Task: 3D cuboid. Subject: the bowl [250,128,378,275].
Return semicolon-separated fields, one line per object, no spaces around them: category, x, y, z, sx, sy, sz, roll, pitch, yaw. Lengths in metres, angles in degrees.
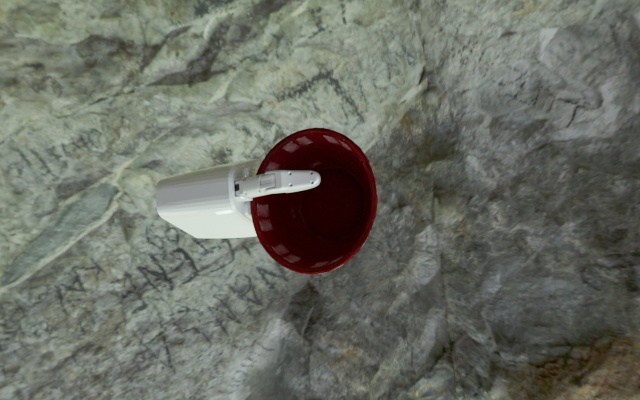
bowl;0.001;0.002;0.545;0.162;0.162;0.055;0;-5;30
